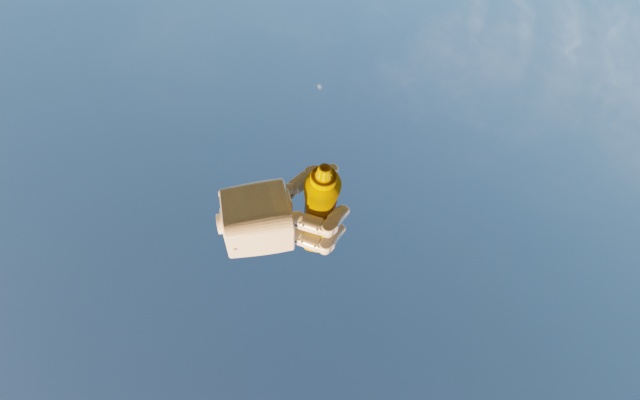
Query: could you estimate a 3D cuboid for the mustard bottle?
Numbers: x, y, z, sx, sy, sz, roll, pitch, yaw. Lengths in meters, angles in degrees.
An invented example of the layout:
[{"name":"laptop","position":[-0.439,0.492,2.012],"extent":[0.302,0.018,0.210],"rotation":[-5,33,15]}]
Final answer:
[{"name":"mustard bottle","position":[0.000,0.003,0.776],"extent":[0.058,0.096,0.192],"rotation":[12,-32,4]}]
